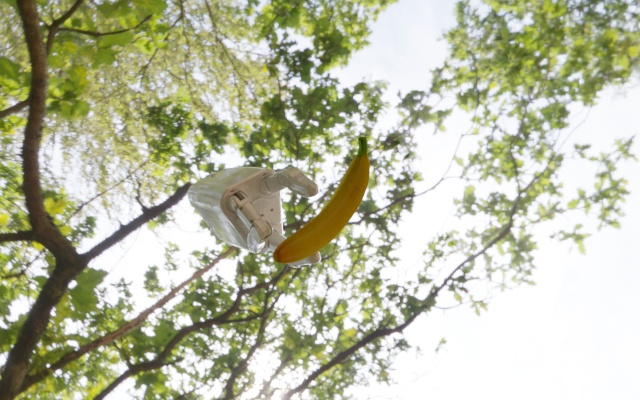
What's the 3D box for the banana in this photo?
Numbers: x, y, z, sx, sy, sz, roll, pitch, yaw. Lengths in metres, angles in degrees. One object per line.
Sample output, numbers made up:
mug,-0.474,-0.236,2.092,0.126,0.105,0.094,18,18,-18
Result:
banana,0.012,0.011,0.603,0.037,0.197,0.070,9,-33,48
